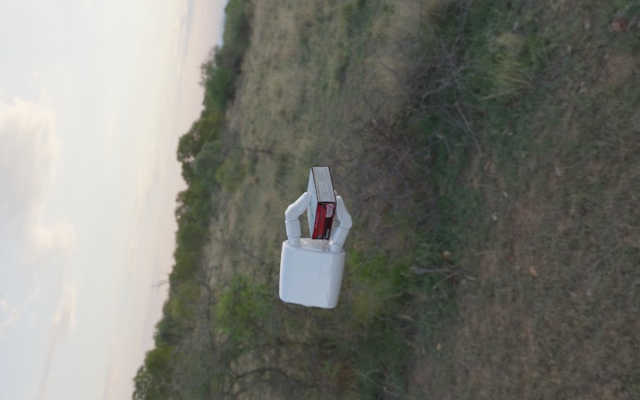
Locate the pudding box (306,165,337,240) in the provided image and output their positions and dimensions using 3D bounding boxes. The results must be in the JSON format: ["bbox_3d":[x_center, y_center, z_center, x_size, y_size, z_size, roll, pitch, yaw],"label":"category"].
[{"bbox_3d":[0.000,0.003,0.870,0.039,0.090,0.113,2,39,-12],"label":"pudding box"}]
